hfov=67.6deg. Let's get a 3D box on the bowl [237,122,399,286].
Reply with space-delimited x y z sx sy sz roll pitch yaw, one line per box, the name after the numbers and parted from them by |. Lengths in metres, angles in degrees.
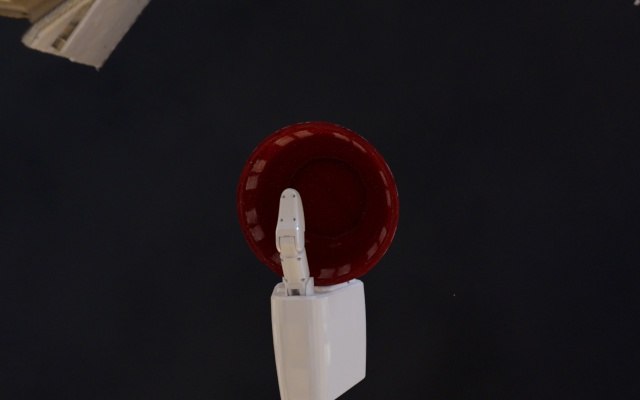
0.000 0.000 0.484 0.162 0.162 0.055 0 10 14 | bowl
